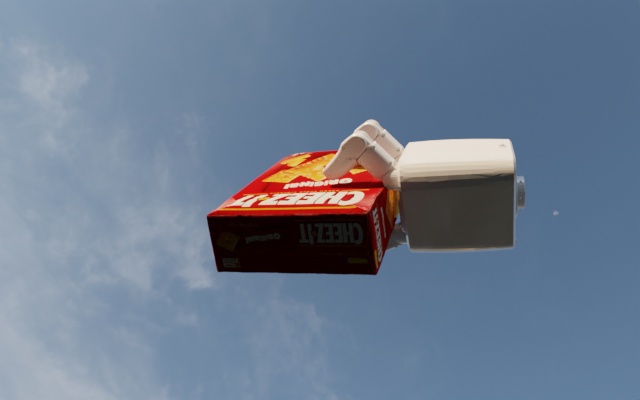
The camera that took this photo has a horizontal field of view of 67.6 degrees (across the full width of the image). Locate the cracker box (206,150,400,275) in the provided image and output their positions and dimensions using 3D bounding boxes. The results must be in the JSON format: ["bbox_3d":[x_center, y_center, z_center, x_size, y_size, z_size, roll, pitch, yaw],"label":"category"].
[{"bbox_3d":[0.000,0.002,0.531,0.164,0.072,0.213,-2,19,19],"label":"cracker box"}]
